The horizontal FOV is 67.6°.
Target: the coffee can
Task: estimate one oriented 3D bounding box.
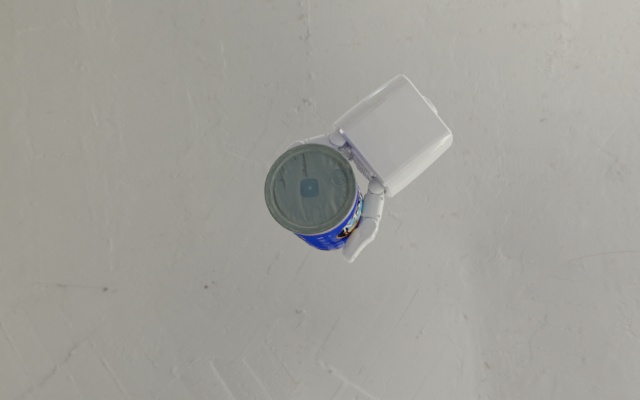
[{"bbox_3d":[0.000,0.002,0.582,0.103,0.102,0.140,0,-13,10],"label":"coffee can"}]
